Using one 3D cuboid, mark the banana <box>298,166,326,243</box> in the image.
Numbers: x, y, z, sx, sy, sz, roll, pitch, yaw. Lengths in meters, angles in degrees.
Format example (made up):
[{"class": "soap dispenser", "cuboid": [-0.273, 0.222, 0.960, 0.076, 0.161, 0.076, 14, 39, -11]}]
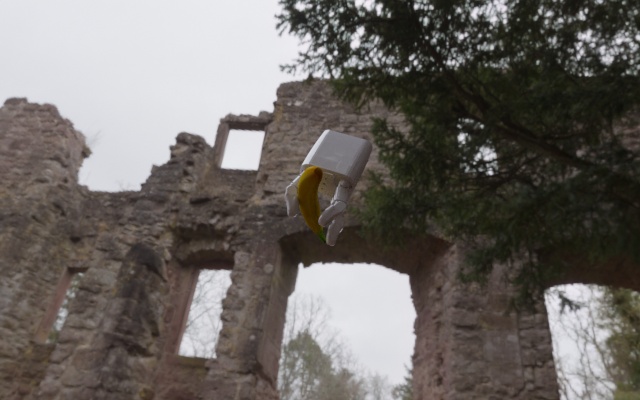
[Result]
[{"class": "banana", "cuboid": [-0.013, -0.004, 0.873, 0.069, 0.198, 0.037, 33, 60, 30]}]
